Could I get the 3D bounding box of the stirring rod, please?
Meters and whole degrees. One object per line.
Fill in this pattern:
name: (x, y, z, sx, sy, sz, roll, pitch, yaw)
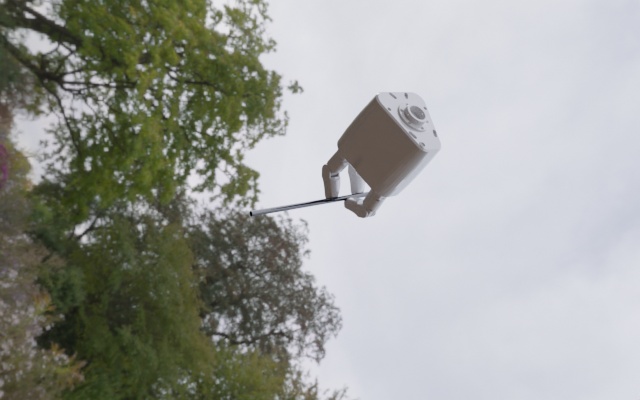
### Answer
stirring rod: (0.000, 0.002, 0.724, 0.239, 0.011, 0.011, -9, 6, -37)
